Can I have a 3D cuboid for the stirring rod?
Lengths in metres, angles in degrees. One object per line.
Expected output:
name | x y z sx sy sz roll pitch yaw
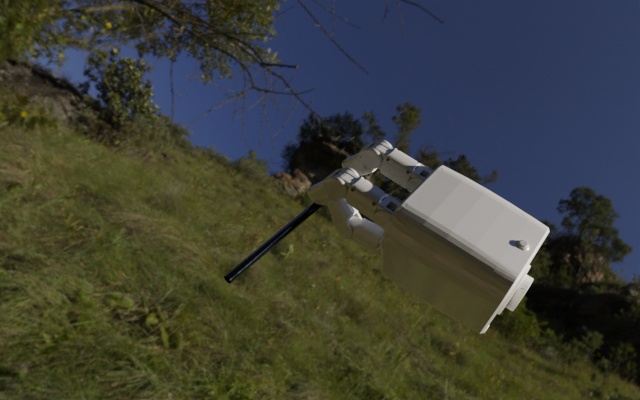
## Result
stirring rod | 0.000 0.002 0.455 0.011 0.011 0.239 0 31 47
